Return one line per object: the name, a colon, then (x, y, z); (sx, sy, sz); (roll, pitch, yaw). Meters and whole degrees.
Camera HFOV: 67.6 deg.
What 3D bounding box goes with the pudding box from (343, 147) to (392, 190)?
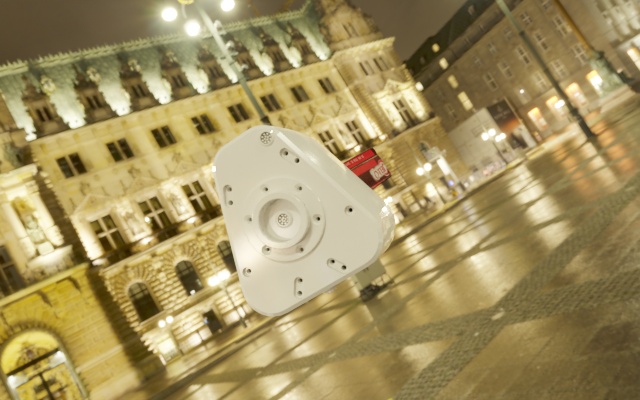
pudding box: (0.000, 0.001, 0.445); (0.113, 0.039, 0.090); (-32, -2, 38)
